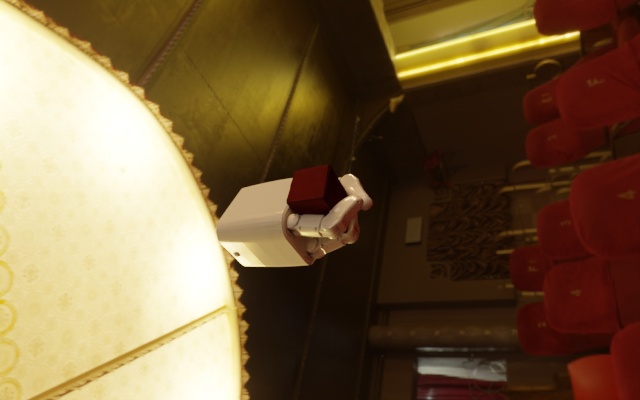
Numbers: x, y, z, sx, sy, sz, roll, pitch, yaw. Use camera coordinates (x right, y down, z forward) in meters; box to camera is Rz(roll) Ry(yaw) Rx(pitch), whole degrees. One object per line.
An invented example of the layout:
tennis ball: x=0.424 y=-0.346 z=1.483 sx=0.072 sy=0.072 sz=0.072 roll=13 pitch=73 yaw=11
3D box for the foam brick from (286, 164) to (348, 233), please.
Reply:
foam brick: x=0.000 y=0.002 z=0.595 sx=0.051 sy=0.053 sz=0.078 roll=-6 pitch=-40 yaw=25
